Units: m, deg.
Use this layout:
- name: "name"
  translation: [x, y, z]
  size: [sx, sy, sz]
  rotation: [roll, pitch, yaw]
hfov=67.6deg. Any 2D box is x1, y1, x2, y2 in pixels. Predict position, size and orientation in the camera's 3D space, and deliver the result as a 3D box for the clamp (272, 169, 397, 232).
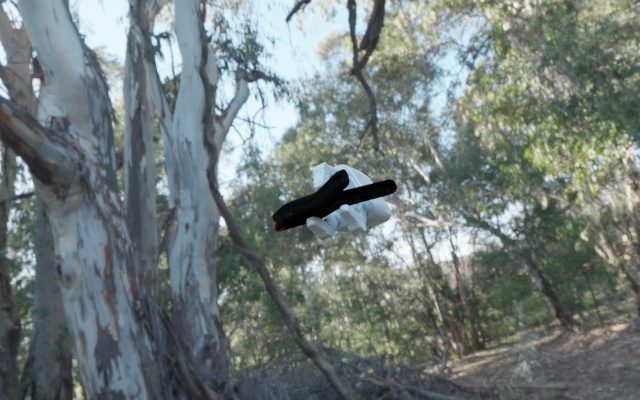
- name: "clamp"
  translation: [0.000, 0.002, 0.755]
  size: [0.210, 0.036, 0.164]
  rotation: [-22, -17, 24]
